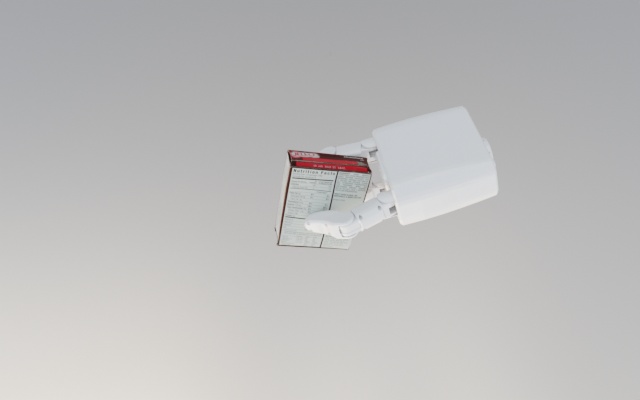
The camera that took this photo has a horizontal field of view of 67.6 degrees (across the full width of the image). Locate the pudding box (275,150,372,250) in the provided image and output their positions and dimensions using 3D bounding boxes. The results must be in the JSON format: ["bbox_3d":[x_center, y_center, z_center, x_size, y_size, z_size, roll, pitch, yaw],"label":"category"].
[{"bbox_3d":[0.000,0.002,0.534,0.090,0.114,0.039,5,33,-11],"label":"pudding box"}]
